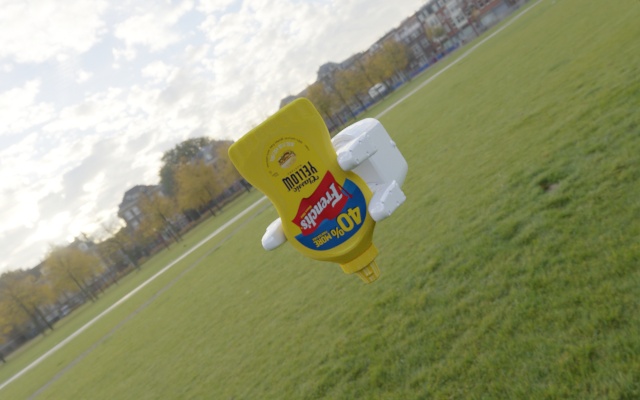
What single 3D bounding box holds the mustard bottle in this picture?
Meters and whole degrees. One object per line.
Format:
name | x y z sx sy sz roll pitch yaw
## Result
mustard bottle | 0.000 0.001 0.476 0.096 0.191 0.058 -34 7 5
